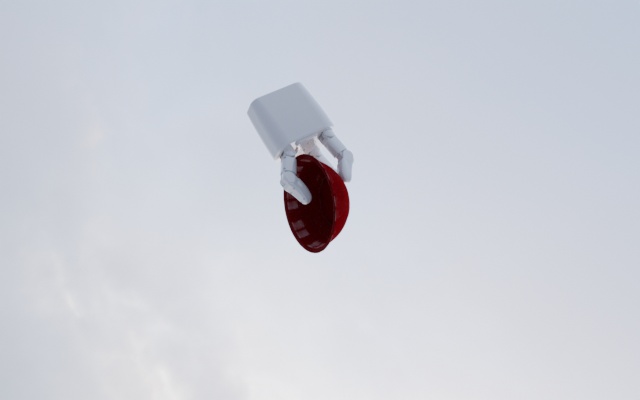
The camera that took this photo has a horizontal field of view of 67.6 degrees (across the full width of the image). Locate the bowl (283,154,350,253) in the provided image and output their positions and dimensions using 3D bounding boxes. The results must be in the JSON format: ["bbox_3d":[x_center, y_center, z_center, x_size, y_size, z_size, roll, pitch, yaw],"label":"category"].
[{"bbox_3d":[0.001,0.004,0.785,0.055,0.162,0.162,-8,4,-32],"label":"bowl"}]
